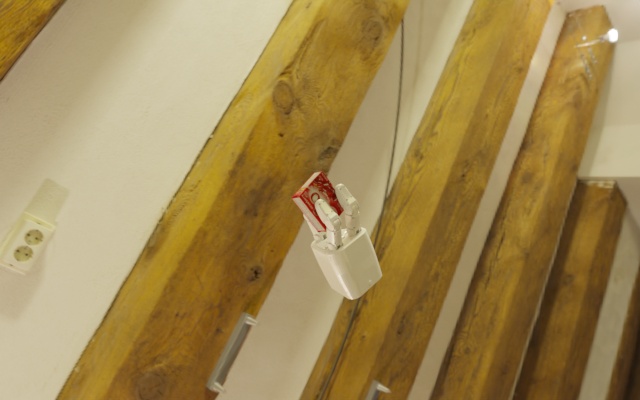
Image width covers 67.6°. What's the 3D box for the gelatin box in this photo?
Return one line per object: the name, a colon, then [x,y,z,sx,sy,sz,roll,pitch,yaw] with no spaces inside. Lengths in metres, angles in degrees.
gelatin box: [0.000,0.003,0.880,0.030,0.089,0.073,-9,33,54]
